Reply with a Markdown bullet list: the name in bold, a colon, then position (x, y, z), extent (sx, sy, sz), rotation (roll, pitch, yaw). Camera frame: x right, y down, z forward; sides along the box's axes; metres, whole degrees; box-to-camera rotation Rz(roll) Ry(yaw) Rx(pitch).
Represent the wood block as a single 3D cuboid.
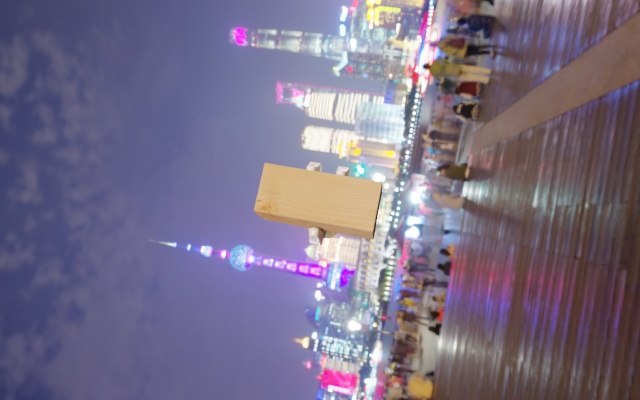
- **wood block**: position (0.000, 0.003, 0.846), extent (0.206, 0.091, 0.090), rotation (9, -11, 9)
